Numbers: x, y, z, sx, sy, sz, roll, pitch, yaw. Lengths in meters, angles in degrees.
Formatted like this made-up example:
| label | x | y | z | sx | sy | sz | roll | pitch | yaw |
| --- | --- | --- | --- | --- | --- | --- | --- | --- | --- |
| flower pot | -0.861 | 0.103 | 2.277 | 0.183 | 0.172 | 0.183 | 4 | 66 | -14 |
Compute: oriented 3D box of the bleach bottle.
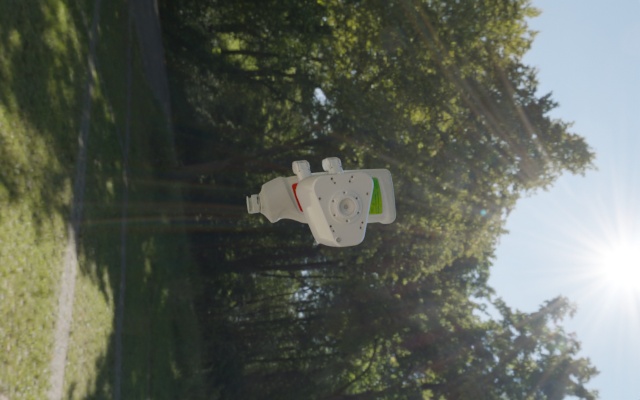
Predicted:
| label | x | y | z | sx | sy | sz | roll | pitch | yaw |
| --- | --- | --- | --- | --- | --- | --- | --- | --- | --- |
| bleach bottle | 0.000 | 0.003 | 0.830 | 0.251 | 0.102 | 0.068 | -6 | 0 | -13 |
